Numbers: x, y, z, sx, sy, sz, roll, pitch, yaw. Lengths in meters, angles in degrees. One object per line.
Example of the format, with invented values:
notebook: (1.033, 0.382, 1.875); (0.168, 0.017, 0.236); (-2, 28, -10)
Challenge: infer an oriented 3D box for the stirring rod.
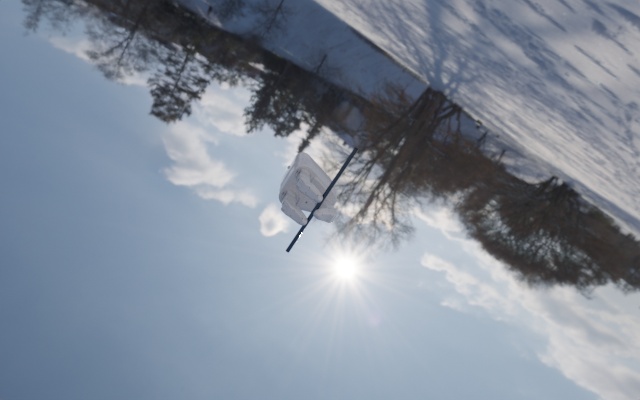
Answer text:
stirring rod: (0.000, 0.003, 0.887); (0.011, 0.239, 0.011); (31, 18, -11)
